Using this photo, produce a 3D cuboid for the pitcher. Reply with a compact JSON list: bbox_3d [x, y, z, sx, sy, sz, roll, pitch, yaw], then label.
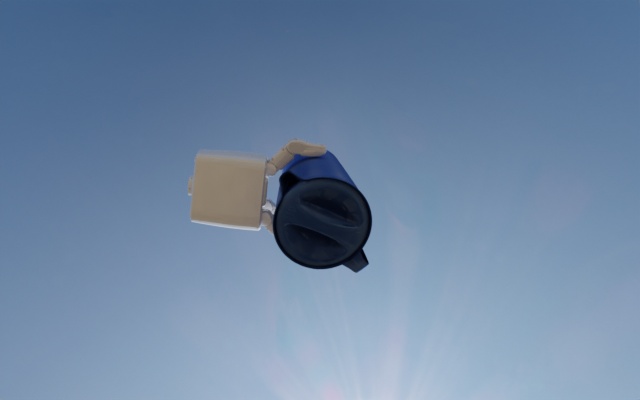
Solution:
[{"bbox_3d":[0.000,0.002,0.742,0.145,0.149,0.242,5,19,-6],"label":"pitcher"}]
